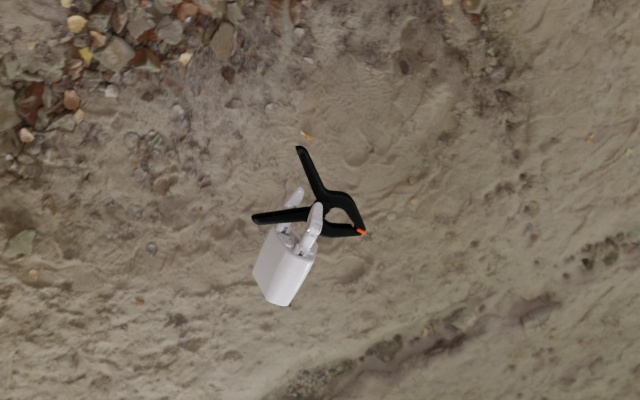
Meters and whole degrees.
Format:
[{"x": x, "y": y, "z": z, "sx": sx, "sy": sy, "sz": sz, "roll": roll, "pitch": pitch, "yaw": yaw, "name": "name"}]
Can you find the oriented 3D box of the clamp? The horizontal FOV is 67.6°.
[{"x": 0.001, "y": 0.004, "z": 0.873, "sx": 0.210, "sy": 0.164, "sz": 0.036, "roll": 21, "pitch": 18, "yaw": -19, "name": "clamp"}]
